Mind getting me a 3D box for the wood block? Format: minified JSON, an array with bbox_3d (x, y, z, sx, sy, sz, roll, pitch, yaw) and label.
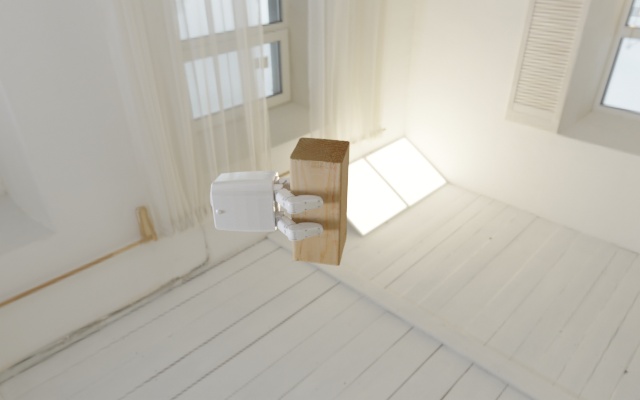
[{"bbox_3d":[0.000,0.003,0.846,0.090,0.206,0.090,6,32,8],"label":"wood block"}]
